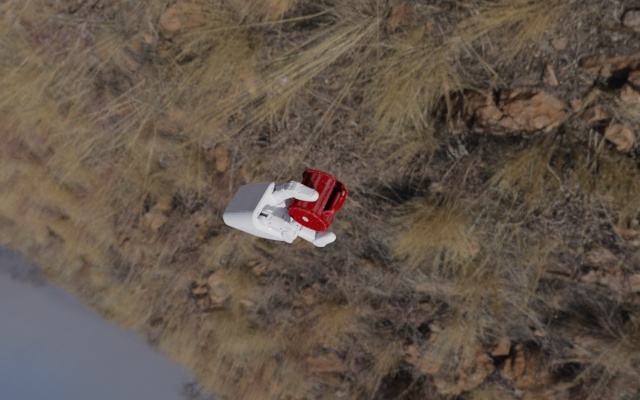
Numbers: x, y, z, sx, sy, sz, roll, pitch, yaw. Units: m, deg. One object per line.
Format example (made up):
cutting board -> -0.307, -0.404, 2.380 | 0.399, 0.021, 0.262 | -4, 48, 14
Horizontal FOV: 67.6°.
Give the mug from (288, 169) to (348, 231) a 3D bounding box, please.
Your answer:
mug -> 0.001, 0.003, 0.862 | 0.117, 0.081, 0.093 | 0, -35, 47
